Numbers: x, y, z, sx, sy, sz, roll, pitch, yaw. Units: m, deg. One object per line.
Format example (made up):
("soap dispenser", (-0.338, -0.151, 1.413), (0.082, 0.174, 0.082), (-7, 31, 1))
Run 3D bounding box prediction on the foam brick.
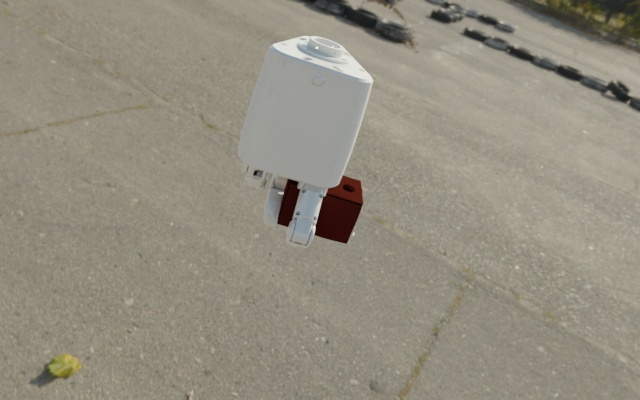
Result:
("foam brick", (0.000, 0.002, 0.494), (0.078, 0.051, 0.053), (17, 28, -7))
